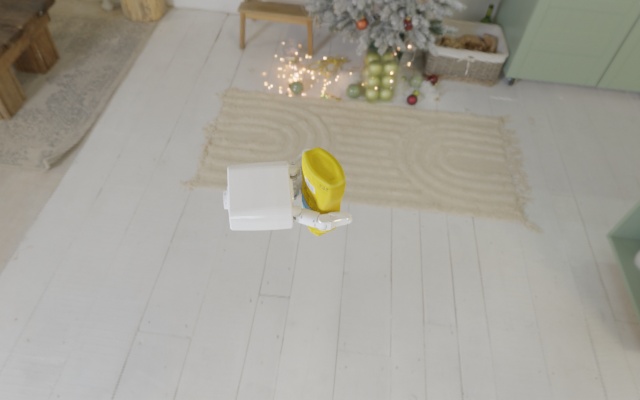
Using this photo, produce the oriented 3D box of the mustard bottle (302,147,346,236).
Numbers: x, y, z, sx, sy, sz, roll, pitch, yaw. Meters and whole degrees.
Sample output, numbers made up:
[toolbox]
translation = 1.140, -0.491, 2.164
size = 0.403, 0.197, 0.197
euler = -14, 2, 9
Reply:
[mustard bottle]
translation = 0.000, 0.003, 0.857
size = 0.058, 0.096, 0.192
euler = -24, -34, -22
